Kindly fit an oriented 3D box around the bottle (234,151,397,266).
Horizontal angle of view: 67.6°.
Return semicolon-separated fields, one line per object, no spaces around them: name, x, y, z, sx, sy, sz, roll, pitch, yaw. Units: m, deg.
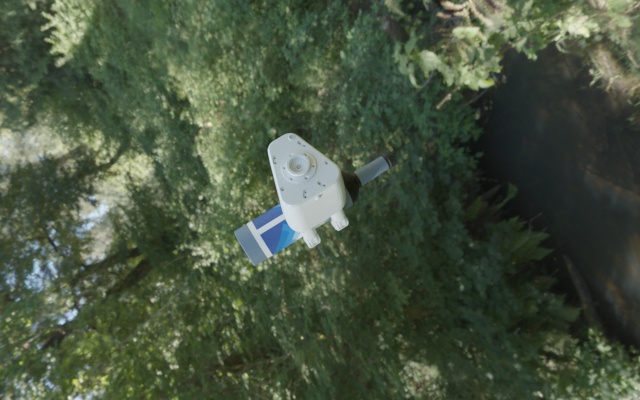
bottle;0.000;0.003;0.801;0.295;0.069;0.069;-32;4;-7
